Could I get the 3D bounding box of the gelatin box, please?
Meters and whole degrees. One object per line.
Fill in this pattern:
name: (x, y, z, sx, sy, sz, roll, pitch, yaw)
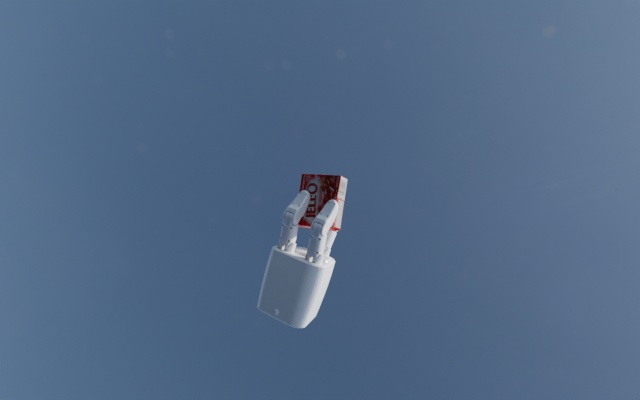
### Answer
gelatin box: (0.000, 0.002, 0.779, 0.073, 0.089, 0.030, 4, -10, 29)
